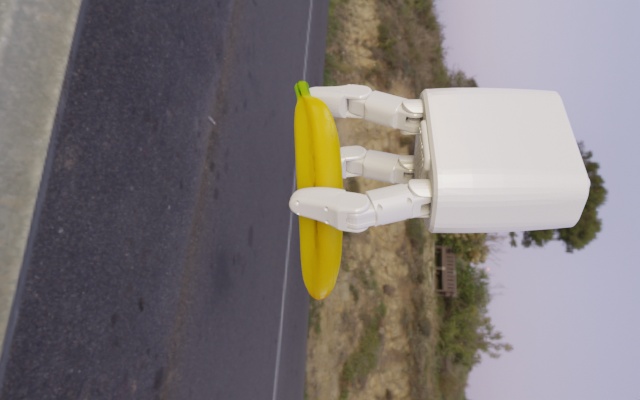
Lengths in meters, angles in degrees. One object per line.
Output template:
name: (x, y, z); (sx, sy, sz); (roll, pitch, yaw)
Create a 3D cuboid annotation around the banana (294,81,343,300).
banana: (0.000, 0.003, 0.396); (0.037, 0.198, 0.069); (-2, 15, 0)
